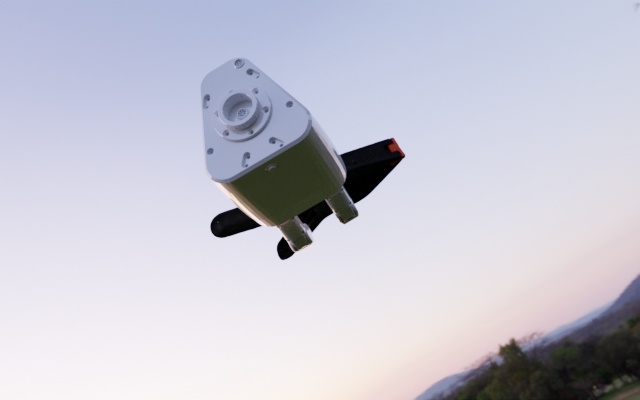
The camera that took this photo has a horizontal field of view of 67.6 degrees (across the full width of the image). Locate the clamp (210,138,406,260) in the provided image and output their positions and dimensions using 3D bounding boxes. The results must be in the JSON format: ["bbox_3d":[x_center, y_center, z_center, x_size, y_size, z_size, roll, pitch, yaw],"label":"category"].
[{"bbox_3d":[0.000,0.001,0.538,0.210,0.036,0.165,-30,-23,4],"label":"clamp"}]
